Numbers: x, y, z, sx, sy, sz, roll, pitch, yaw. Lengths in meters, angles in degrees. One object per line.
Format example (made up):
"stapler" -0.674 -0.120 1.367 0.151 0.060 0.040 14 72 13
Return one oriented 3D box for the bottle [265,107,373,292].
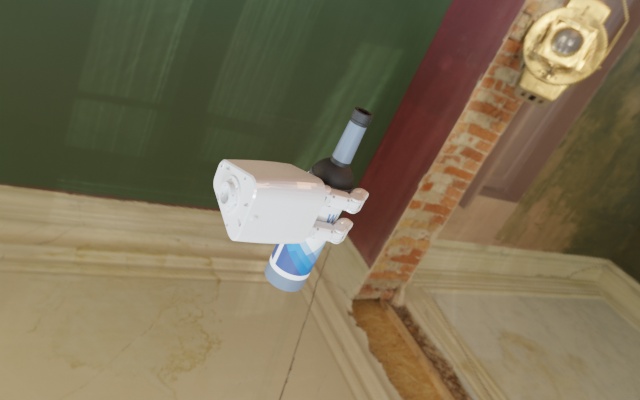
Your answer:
"bottle" 0.000 0.002 0.694 0.069 0.296 0.069 21 26 -11
